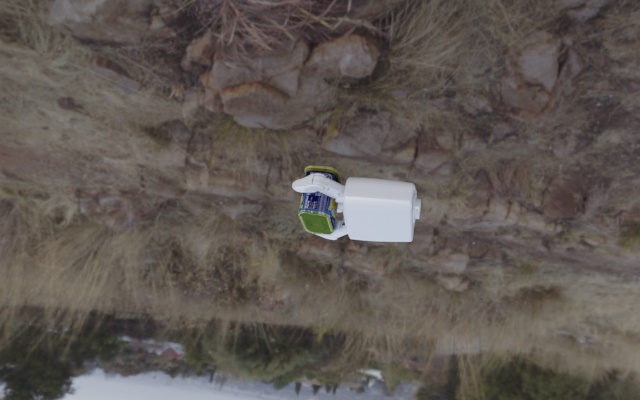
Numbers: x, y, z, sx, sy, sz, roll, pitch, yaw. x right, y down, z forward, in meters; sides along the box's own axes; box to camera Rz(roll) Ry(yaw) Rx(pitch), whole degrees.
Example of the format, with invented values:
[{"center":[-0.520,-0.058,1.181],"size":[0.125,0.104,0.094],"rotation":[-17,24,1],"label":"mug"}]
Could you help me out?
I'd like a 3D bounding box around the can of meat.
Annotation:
[{"center":[0.000,0.003,0.802],"size":[0.057,0.084,0.102],"rotation":[5,-23,11],"label":"can of meat"}]
